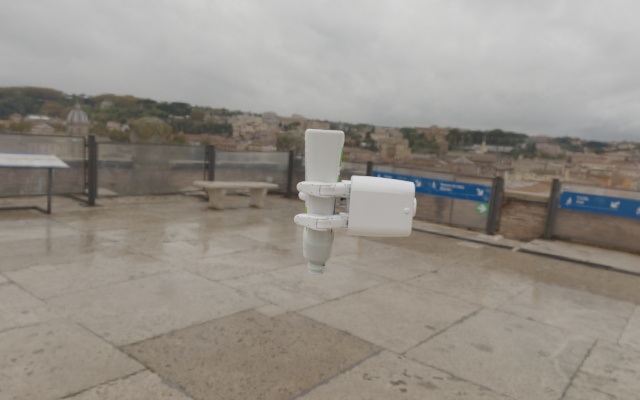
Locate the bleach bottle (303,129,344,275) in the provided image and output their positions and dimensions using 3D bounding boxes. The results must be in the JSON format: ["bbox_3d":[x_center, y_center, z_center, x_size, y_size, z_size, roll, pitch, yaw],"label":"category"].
[{"bbox_3d":[0.000,0.003,0.838,0.068,0.251,0.102,4,9,0],"label":"bleach bottle"}]
